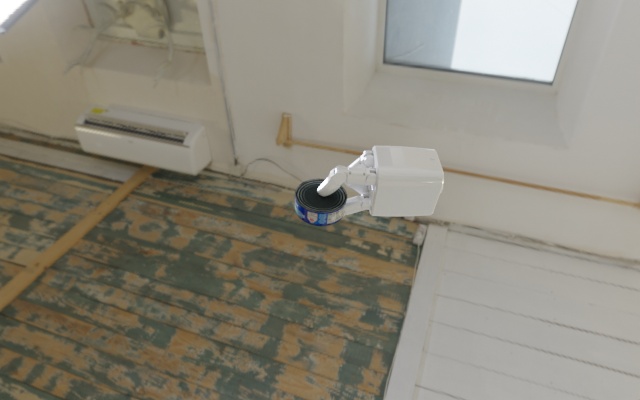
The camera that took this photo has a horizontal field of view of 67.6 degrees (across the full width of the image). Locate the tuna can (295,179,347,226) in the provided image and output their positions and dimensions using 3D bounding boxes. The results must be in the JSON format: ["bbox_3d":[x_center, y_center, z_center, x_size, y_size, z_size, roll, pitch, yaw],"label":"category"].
[{"bbox_3d":[0.000,0.003,0.787,0.086,0.034,0.086,3,40,-3],"label":"tuna can"}]
